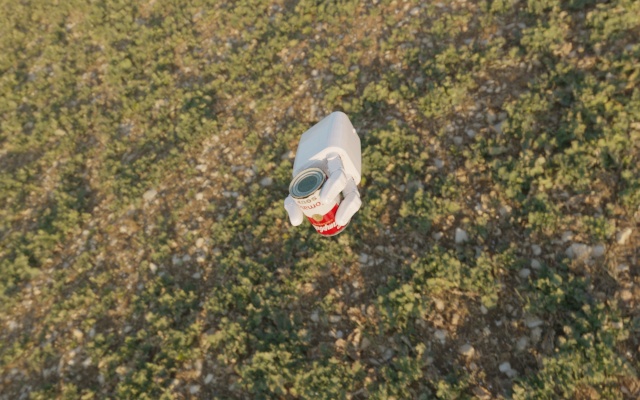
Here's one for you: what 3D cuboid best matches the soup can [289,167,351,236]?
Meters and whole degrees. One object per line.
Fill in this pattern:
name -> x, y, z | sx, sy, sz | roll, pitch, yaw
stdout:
soup can -> 0.000, 0.003, 0.795 | 0.068, 0.068, 0.102 | 0, -39, 35
